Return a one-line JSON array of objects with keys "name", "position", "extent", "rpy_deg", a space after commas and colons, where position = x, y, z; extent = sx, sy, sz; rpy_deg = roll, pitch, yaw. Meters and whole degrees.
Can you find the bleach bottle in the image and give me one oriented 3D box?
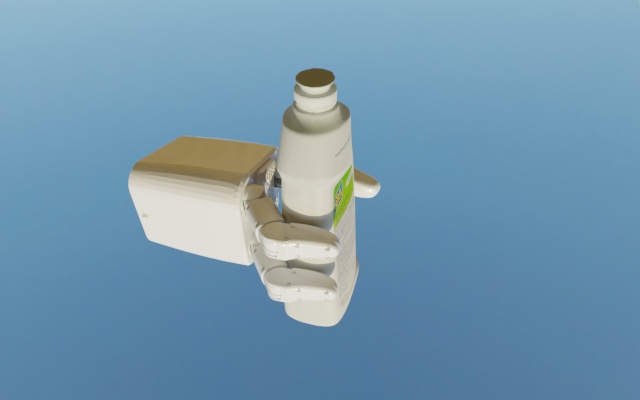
[{"name": "bleach bottle", "position": [0.000, 0.001, 0.422], "extent": [0.068, 0.251, 0.102], "rpy_deg": [10, 44, 12]}]
